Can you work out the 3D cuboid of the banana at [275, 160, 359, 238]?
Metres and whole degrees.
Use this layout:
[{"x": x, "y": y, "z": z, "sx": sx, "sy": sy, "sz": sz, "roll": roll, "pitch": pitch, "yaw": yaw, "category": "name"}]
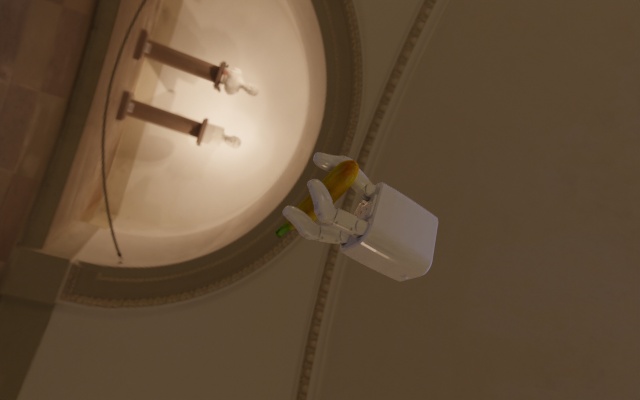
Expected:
[{"x": 0.006, "y": -0.006, "z": 0.699, "sx": 0.198, "sy": 0.037, "sz": 0.069, "roll": -45, "pitch": 5, "yaw": 41, "category": "banana"}]
